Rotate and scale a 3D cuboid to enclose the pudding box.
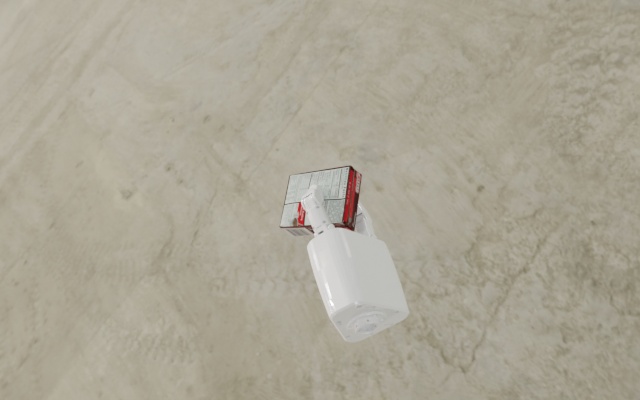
[{"bbox_3d":[0.000,0.002,0.687,0.113,0.090,0.039,-5,-27,32],"label":"pudding box"}]
